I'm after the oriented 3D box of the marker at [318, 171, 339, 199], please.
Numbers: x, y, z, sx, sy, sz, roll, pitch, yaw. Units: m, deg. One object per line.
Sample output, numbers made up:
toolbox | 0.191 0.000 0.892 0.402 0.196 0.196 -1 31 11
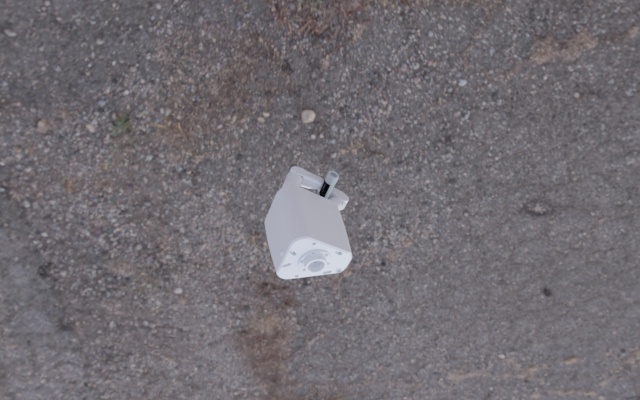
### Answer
marker | 0.000 0.003 0.788 0.020 0.121 0.020 16 37 -13
